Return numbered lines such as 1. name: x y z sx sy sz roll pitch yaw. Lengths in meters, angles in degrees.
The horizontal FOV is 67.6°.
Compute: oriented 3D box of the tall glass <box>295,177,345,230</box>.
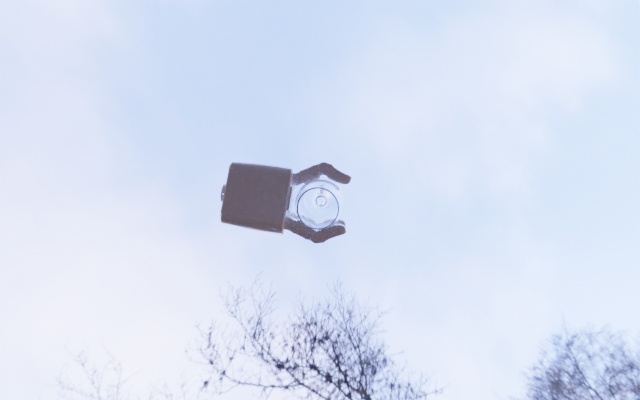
1. tall glass: 0.000 0.002 0.786 0.079 0.079 0.201 0 5 2
